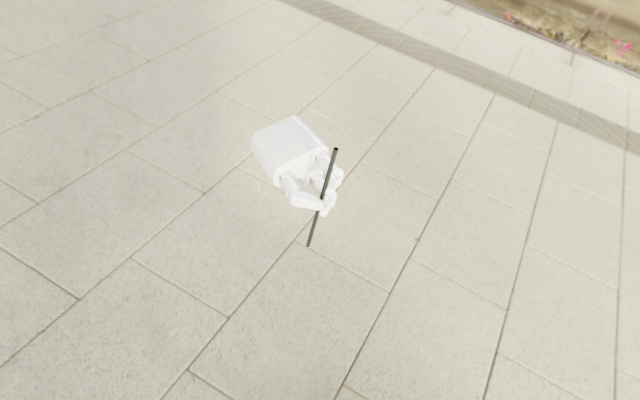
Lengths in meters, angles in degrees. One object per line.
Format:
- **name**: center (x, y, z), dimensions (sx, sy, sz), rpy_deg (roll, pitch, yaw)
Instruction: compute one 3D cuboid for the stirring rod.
- **stirring rod**: center (0.000, 0.003, 0.827), dimensions (0.011, 0.011, 0.240), rpy_deg (0, -44, -16)
